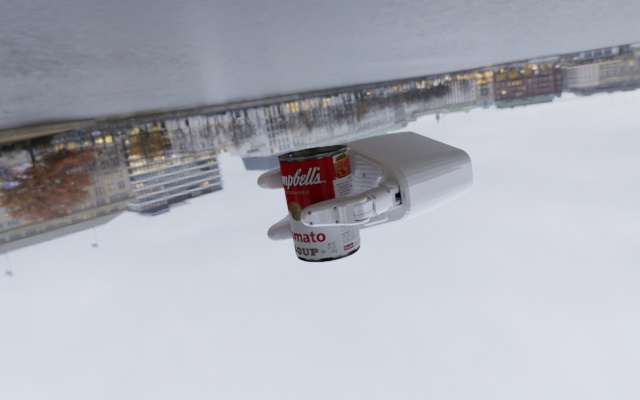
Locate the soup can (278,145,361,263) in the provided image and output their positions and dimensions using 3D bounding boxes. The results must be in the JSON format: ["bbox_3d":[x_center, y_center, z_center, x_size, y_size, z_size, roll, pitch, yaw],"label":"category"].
[{"bbox_3d":[0.000,0.002,0.468,0.068,0.102,0.068,-9,13,2],"label":"soup can"}]
